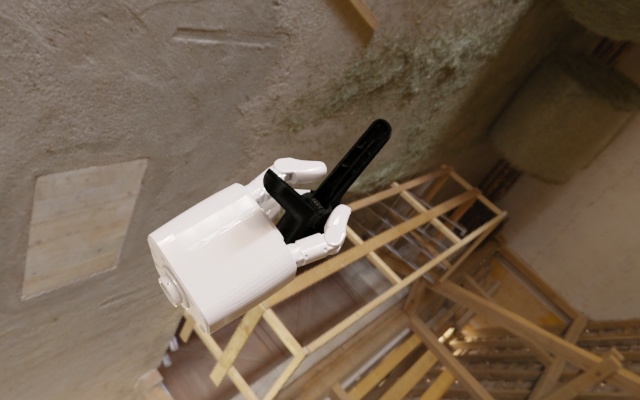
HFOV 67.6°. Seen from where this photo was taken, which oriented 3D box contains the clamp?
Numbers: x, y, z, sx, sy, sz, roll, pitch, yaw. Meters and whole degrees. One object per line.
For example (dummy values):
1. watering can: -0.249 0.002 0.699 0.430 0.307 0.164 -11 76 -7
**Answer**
1. clamp: 0.000 0.003 0.541 0.164 0.036 0.210 -31 -24 -27
